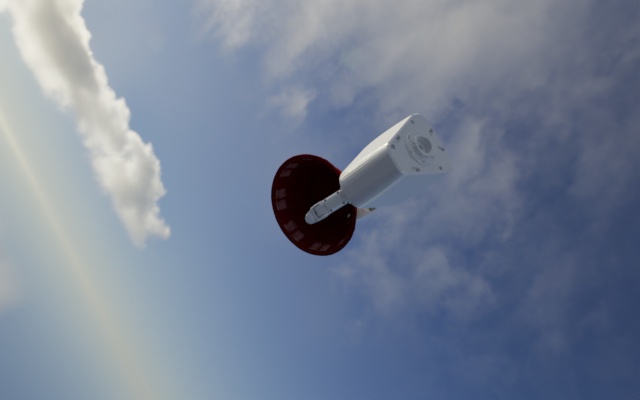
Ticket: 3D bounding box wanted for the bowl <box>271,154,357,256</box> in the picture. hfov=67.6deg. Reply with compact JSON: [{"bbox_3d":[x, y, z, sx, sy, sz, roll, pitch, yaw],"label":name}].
[{"bbox_3d":[-0.001,0.003,0.750,0.162,0.162,0.055,0,15,36],"label":"bowl"}]
